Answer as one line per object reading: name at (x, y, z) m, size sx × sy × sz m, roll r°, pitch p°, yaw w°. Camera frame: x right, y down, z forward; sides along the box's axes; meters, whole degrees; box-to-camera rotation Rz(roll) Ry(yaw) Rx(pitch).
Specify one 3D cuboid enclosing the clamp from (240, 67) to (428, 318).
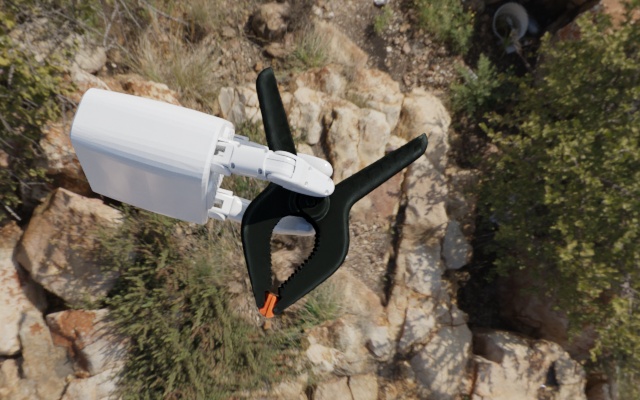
clamp at (0.000, 0.002, 0.415) m, size 0.164 × 0.210 × 0.036 m, roll 15°, pitch -10°, yaw -5°
